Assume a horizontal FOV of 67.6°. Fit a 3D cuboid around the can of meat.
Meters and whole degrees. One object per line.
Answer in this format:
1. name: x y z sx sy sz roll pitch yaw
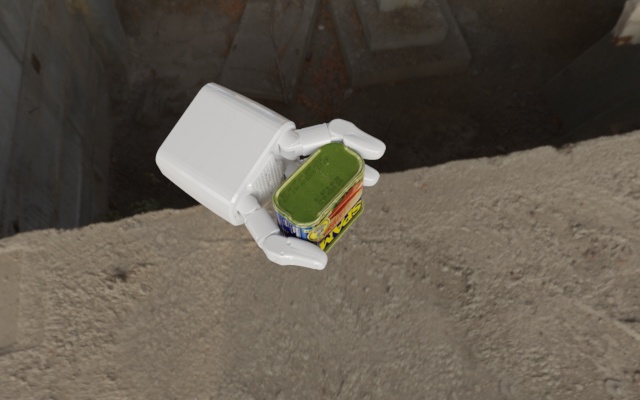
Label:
1. can of meat: 0.000 0.002 0.478 0.057 0.102 0.084 35 -22 20
